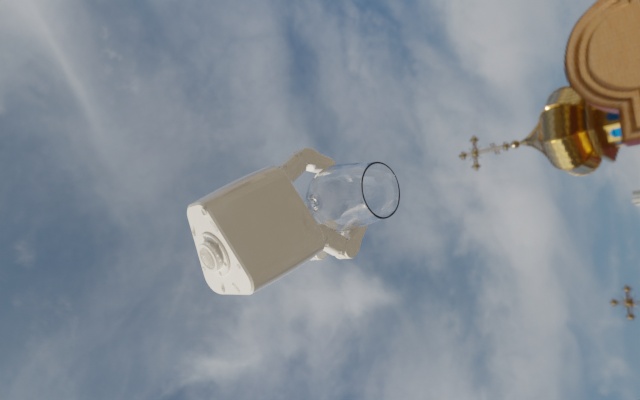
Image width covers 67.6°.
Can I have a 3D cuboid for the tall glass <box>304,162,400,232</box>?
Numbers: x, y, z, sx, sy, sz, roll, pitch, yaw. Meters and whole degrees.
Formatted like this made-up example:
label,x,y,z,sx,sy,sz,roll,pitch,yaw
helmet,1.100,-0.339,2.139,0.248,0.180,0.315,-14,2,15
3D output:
label,x,y,z,sx,sy,sz,roll,pitch,yaw
tall glass,0.000,0.002,0.582,0.079,0.079,0.201,0,-8,-42
